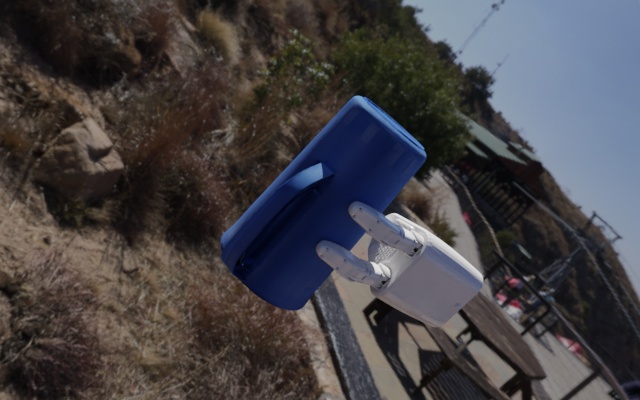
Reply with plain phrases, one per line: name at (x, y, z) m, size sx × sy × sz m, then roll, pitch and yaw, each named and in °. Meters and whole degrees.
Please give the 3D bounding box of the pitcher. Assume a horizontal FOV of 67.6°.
pitcher at (0.000, 0.002, 0.549) m, size 0.145 × 0.243 × 0.149 m, roll 35°, pitch 17°, yaw -21°
